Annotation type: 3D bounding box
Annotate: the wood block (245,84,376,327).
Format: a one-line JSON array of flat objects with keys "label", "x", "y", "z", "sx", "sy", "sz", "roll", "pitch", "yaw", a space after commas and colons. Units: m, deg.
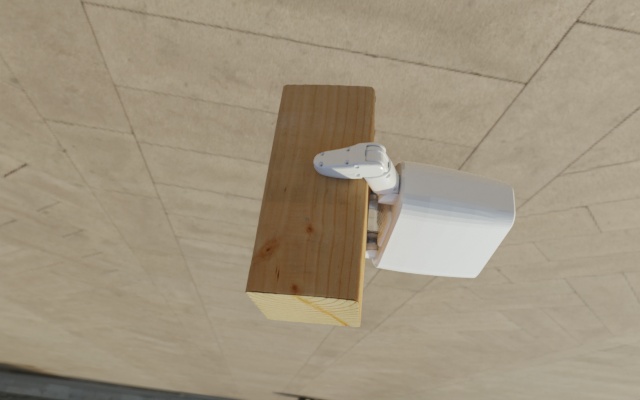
[{"label": "wood block", "x": 0.000, "y": 0.001, "z": 0.446, "sx": 0.090, "sy": 0.206, "sz": 0.091, "roll": 3, "pitch": -27, "yaw": 7}]
